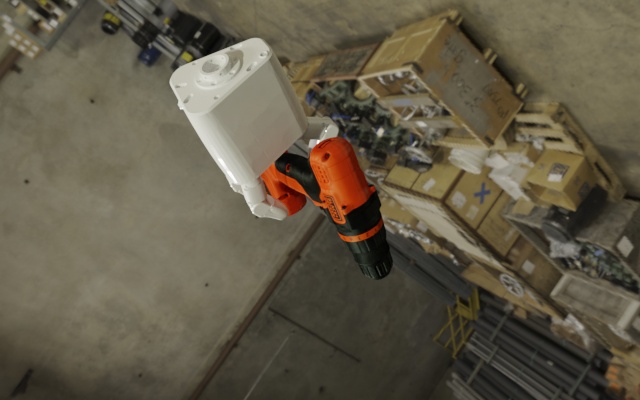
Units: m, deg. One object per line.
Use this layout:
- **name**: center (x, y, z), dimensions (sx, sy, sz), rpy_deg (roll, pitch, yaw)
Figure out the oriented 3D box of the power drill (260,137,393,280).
- **power drill**: center (0.000, 0.002, 0.581), dimensions (0.057, 0.184, 0.187), rpy_deg (-37, 31, -26)
